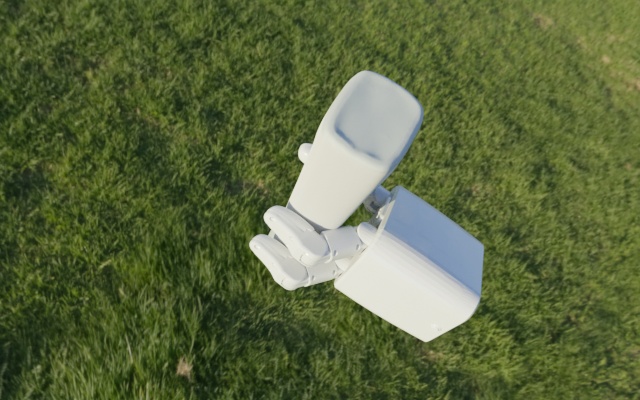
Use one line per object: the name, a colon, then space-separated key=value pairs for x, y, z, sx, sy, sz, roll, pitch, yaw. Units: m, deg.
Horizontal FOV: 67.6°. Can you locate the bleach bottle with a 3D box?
bleach bottle: x=0.000 y=0.002 z=0.455 sx=0.068 sy=0.102 sz=0.251 roll=33 pitch=-37 yaw=0
